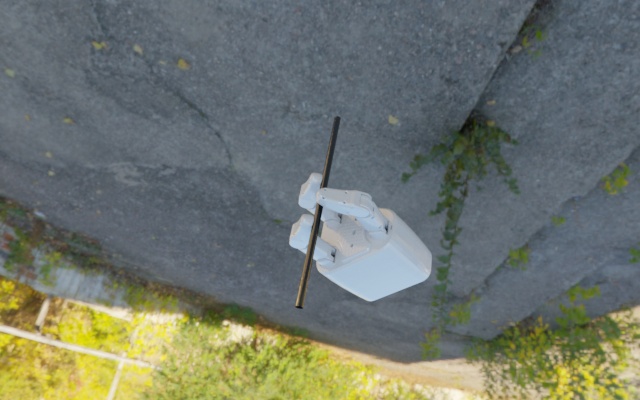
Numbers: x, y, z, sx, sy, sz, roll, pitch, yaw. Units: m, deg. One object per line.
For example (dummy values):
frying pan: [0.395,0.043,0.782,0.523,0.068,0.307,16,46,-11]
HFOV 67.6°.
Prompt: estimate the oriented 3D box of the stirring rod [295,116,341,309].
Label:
stirring rod: [0.000,0.002,0.523,0.011,0.239,0.011,9,-30,5]
